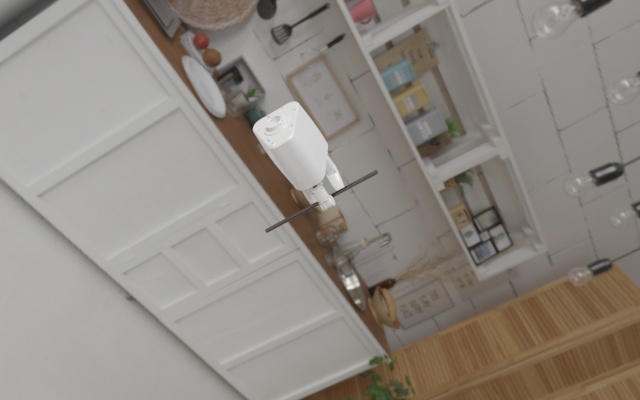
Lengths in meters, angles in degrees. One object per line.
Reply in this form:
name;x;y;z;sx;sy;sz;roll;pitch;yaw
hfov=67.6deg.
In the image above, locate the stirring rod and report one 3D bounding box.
stirring rod;0.000;0.003;0.895;0.239;0.011;0.011;-28;-5;10
